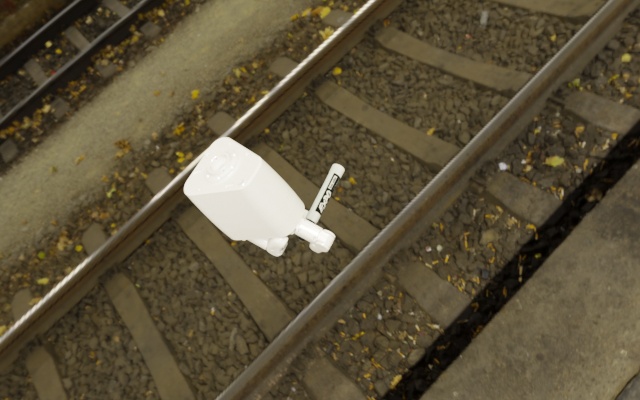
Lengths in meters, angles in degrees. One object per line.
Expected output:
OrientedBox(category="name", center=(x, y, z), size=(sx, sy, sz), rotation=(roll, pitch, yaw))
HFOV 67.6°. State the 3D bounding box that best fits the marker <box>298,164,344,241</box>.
OrientedBox(category="marker", center=(0.000, 0.002, 0.661), size=(0.020, 0.121, 0.020), rotation=(24, -22, 10))
